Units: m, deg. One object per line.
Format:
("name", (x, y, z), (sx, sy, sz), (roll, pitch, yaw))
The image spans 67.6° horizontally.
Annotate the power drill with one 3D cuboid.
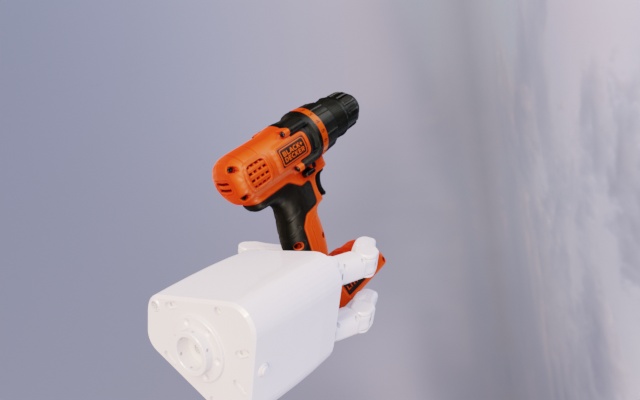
("power drill", (0.000, 0.002, 0.476), (0.057, 0.188, 0.184), (-1, 29, 49))
